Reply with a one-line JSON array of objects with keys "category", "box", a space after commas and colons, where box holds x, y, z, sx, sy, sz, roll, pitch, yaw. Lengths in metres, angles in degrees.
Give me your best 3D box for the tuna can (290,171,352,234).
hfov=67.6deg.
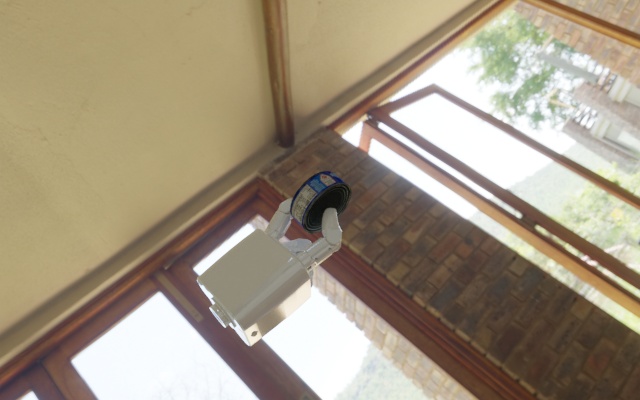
[{"category": "tuna can", "box": [0.000, 0.002, 0.656, 0.033, 0.086, 0.086, 43, 23, 28]}]
